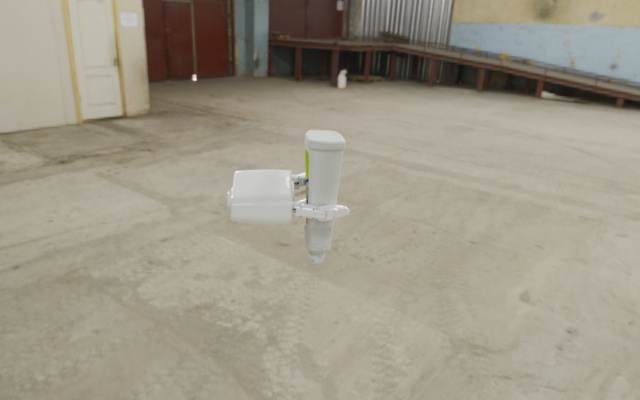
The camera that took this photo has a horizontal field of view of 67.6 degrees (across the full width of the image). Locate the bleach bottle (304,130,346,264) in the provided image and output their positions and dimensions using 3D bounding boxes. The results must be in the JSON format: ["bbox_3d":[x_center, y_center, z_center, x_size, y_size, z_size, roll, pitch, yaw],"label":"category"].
[{"bbox_3d":[0.000,0.003,0.879,0.068,0.251,0.102,1,20,-7],"label":"bleach bottle"}]
